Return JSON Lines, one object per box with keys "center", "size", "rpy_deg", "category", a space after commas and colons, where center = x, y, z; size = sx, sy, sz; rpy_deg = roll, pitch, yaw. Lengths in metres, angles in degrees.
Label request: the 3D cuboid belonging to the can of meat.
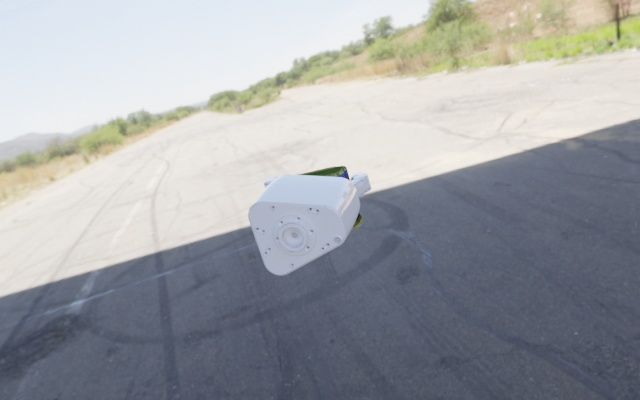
{"center": [0.000, 0.002, 0.682], "size": [0.102, 0.084, 0.057], "rpy_deg": [-12, 15, 19], "category": "can of meat"}
